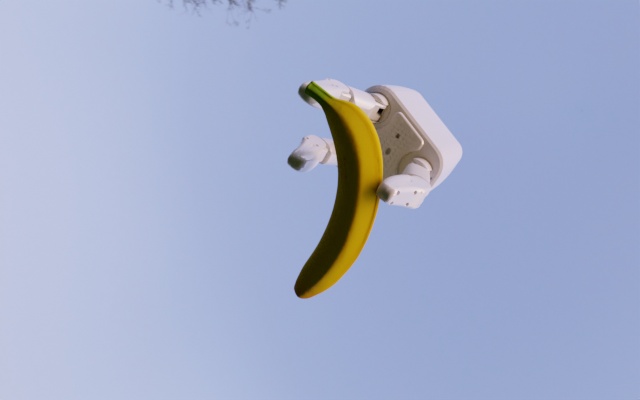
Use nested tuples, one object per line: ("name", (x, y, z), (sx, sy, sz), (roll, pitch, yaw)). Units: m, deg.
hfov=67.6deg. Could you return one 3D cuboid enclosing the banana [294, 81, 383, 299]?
("banana", (0.017, 0.002, 0.409), (0.069, 0.198, 0.037), (14, 20, 25))
